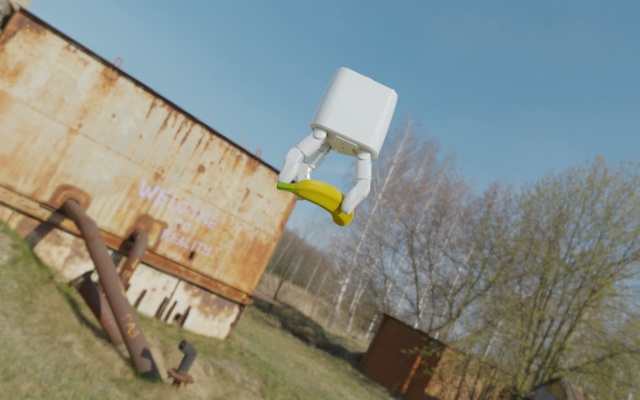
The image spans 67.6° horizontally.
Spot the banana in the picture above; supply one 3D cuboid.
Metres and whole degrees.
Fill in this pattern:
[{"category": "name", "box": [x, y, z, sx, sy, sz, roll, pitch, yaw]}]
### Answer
[{"category": "banana", "box": [0.014, 0.004, 0.758, 0.069, 0.037, 0.198, 11, -14, 34]}]
